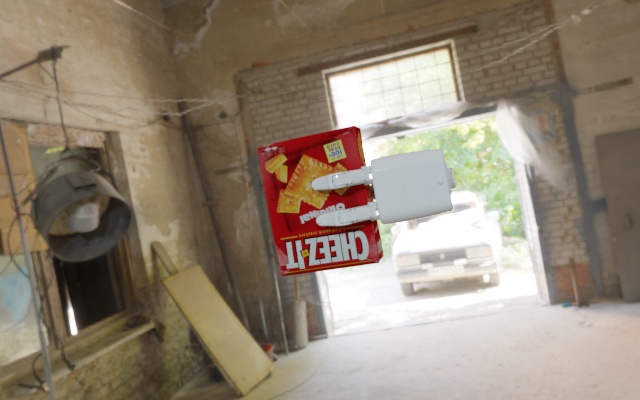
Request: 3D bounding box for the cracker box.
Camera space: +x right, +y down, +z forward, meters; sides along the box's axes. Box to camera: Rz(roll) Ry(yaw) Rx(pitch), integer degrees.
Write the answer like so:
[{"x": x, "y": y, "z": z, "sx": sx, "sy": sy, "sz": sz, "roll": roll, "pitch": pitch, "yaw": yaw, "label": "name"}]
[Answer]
[{"x": 0.000, "y": 0.002, "z": 0.762, "sx": 0.164, "sy": 0.213, "sz": 0.072, "roll": -10, "pitch": 1, "yaw": 14, "label": "cracker box"}]
